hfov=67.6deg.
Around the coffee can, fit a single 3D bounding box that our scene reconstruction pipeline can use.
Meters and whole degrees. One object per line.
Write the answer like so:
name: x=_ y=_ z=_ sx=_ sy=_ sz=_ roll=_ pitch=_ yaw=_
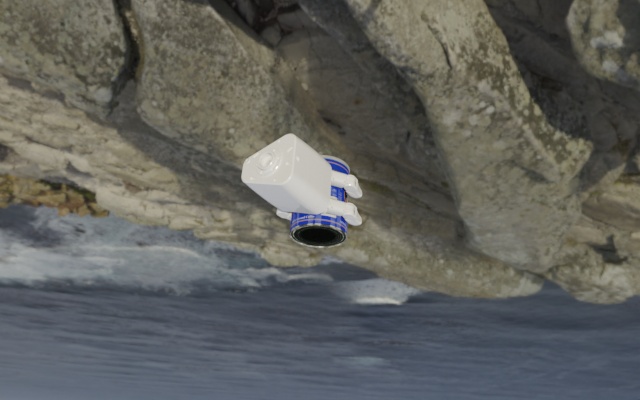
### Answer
coffee can: x=0.000 y=0.003 z=0.869 sx=0.103 sy=0.140 sz=0.103 roll=3 pitch=-27 yaw=1
